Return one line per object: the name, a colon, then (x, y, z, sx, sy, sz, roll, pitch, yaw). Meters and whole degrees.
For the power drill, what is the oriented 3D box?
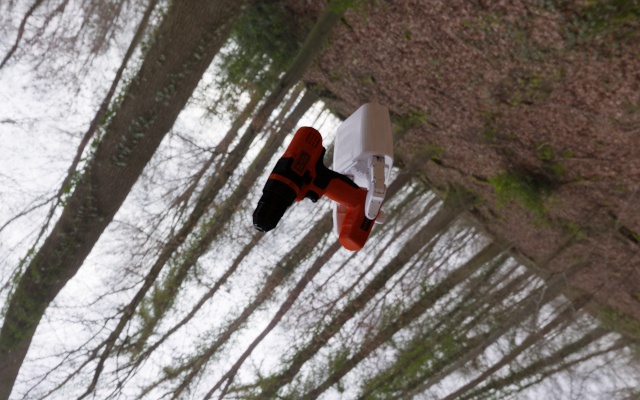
power drill: (0.001, 0.002, 0.748, 0.188, 0.184, 0.057, 36, -21, -25)
